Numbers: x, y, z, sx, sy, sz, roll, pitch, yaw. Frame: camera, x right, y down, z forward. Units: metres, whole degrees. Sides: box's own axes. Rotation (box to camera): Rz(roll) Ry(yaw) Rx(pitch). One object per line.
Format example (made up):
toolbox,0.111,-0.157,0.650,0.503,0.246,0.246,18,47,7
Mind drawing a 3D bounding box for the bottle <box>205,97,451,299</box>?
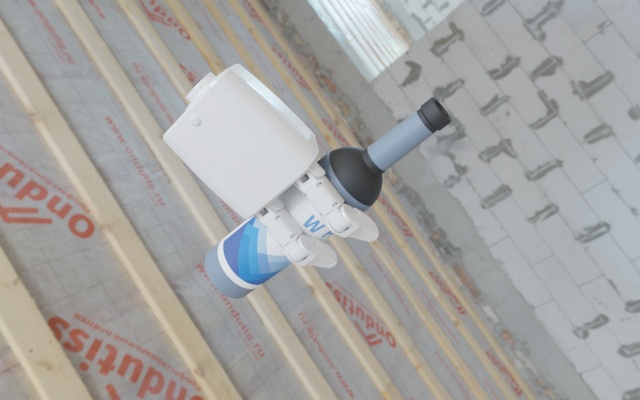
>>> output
bottle,0.000,0.002,0.476,0.296,0.069,0.069,-37,-19,27
